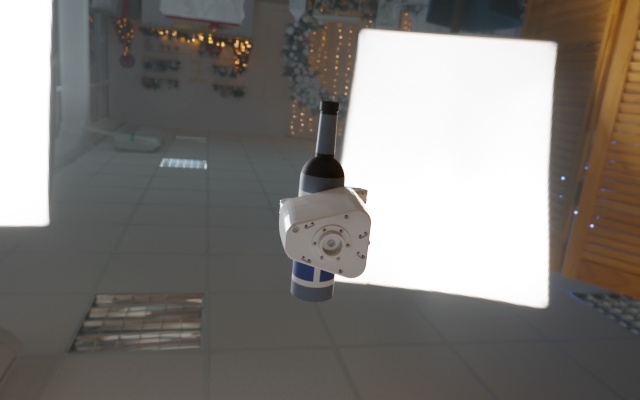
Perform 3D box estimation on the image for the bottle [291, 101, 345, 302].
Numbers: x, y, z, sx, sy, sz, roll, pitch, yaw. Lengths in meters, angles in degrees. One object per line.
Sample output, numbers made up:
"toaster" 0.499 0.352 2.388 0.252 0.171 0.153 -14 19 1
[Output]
"bottle" 0.000 0.003 0.711 0.069 0.296 0.069 5 14 -1
